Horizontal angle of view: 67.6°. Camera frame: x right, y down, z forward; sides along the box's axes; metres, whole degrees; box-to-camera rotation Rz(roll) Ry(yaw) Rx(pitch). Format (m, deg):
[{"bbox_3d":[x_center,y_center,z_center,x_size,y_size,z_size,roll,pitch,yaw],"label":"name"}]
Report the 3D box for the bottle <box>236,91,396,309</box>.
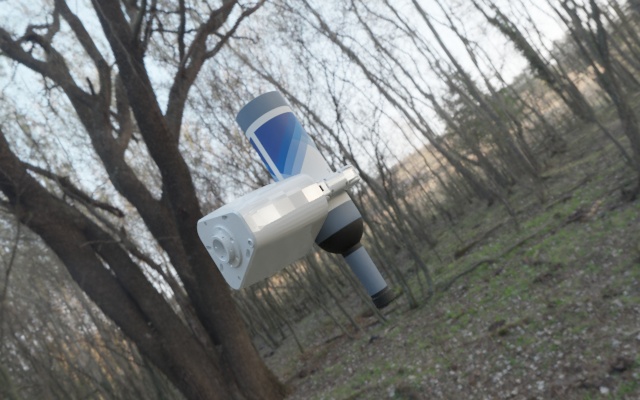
[{"bbox_3d":[0.000,0.002,0.596,0.069,0.295,0.069,-33,-7,-4],"label":"bottle"}]
